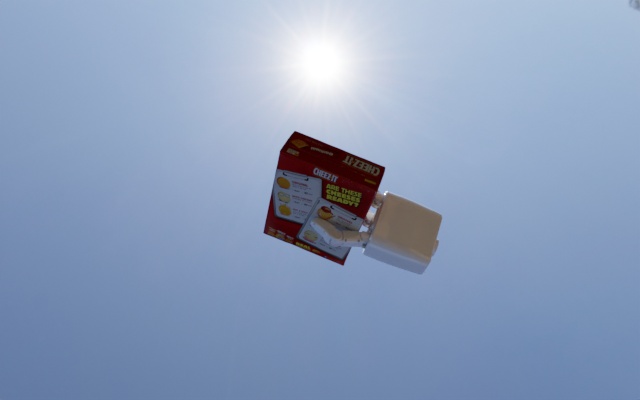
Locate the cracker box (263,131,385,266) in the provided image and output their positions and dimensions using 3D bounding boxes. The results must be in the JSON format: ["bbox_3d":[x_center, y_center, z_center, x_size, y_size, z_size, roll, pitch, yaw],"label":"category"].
[{"bbox_3d":[0.000,0.003,0.823,0.164,0.072,0.214,22,-42,4],"label":"cracker box"}]
